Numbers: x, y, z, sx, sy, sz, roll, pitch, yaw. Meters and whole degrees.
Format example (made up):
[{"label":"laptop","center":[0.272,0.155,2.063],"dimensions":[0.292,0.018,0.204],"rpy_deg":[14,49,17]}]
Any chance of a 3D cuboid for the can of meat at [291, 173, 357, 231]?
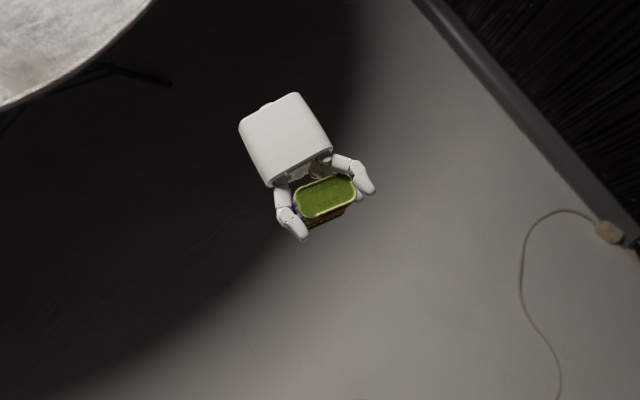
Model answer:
[{"label":"can of meat","center":[0.000,0.002,0.748],"dimensions":[0.102,0.057,0.084],"rpy_deg":[-23,-10,-18]}]
